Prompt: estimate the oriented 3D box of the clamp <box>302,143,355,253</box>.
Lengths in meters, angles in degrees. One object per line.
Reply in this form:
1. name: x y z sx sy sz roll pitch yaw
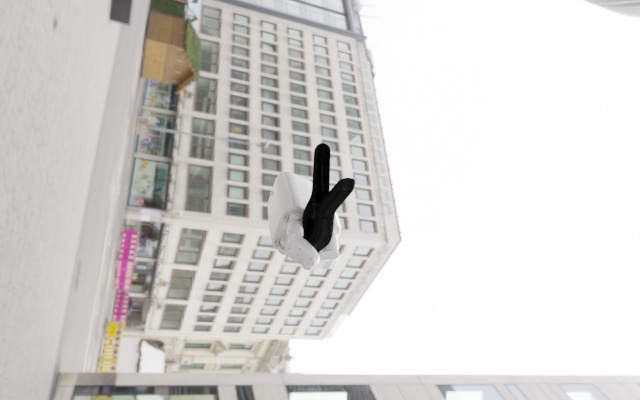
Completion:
1. clamp: 0.001 0.003 0.719 0.039 0.172 0.120 8 37 -20
